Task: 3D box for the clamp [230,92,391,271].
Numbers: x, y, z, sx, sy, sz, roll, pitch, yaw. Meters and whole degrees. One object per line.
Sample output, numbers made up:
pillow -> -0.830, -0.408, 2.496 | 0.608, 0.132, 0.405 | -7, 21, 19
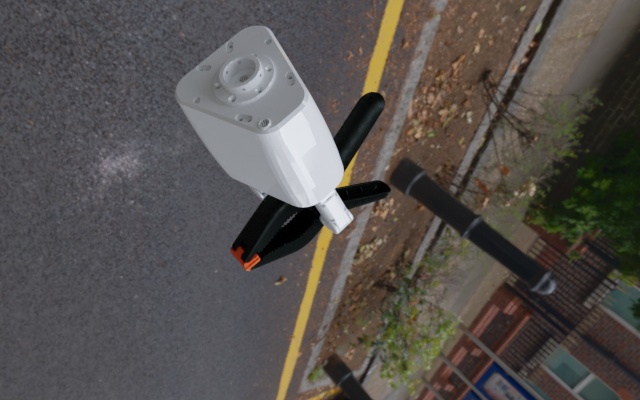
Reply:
clamp -> 0.000, 0.002, 0.510 | 0.036, 0.210, 0.165 | 42, -11, 32
